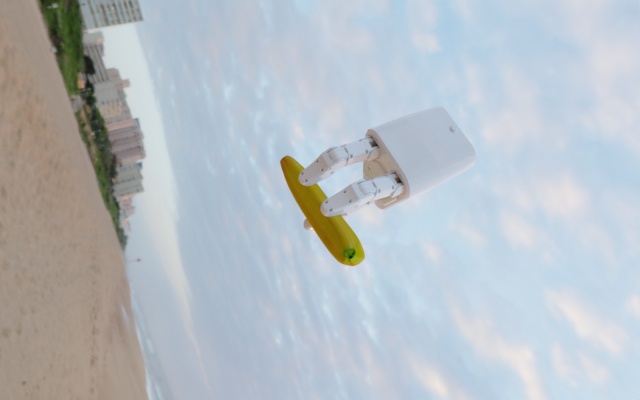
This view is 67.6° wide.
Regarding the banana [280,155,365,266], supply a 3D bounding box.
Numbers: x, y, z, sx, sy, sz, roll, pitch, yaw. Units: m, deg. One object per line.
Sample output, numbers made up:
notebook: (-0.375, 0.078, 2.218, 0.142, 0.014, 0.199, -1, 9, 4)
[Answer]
banana: (0.005, 0.017, 0.570, 0.037, 0.070, 0.197, -26, 44, -11)
